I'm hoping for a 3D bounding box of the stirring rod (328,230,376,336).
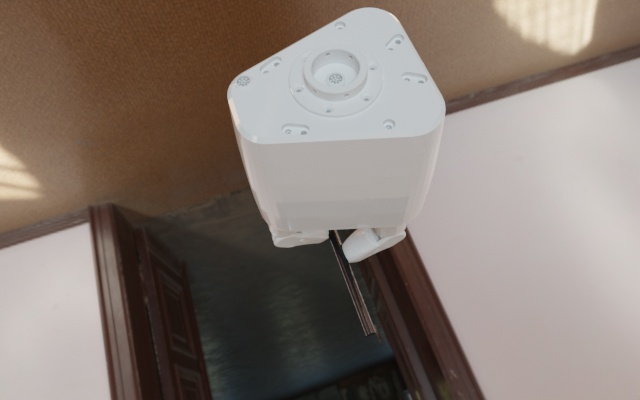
[{"bbox_3d":[0.000,0.001,0.417,0.011,0.239,0.011,-17,-26,-8],"label":"stirring rod"}]
